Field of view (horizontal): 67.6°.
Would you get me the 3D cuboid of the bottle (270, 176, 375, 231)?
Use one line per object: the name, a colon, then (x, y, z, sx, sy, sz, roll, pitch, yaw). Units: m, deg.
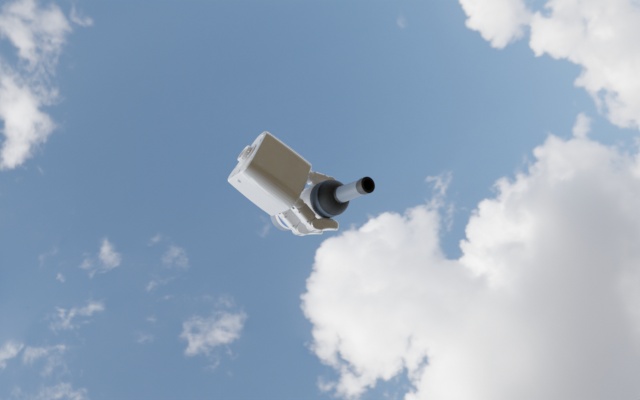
bottle: (0.000, 0.003, 0.876, 0.069, 0.069, 0.296, 0, -11, -31)
